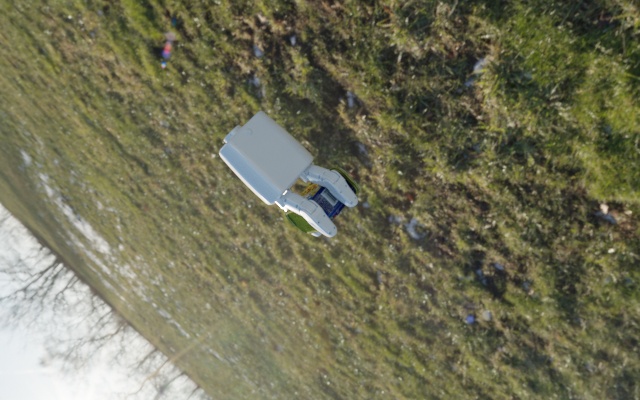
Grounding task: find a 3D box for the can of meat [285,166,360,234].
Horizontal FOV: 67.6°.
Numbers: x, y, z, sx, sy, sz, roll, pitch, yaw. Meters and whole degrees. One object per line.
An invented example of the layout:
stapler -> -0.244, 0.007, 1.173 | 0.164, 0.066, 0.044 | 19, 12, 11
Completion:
can of meat -> 0.000, 0.003, 0.732 | 0.057, 0.084, 0.102 | 45, -23, -11
